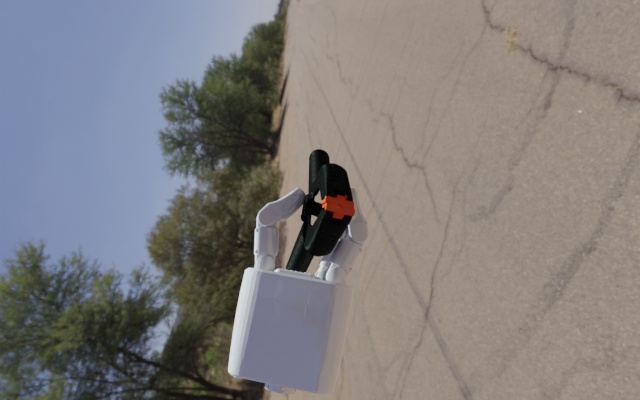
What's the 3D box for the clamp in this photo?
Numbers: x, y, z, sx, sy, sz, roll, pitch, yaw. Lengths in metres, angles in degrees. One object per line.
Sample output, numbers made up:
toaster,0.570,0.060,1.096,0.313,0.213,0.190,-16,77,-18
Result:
clamp,-0.001,0.002,0.517,0.036,0.164,0.210,12,-12,-9
